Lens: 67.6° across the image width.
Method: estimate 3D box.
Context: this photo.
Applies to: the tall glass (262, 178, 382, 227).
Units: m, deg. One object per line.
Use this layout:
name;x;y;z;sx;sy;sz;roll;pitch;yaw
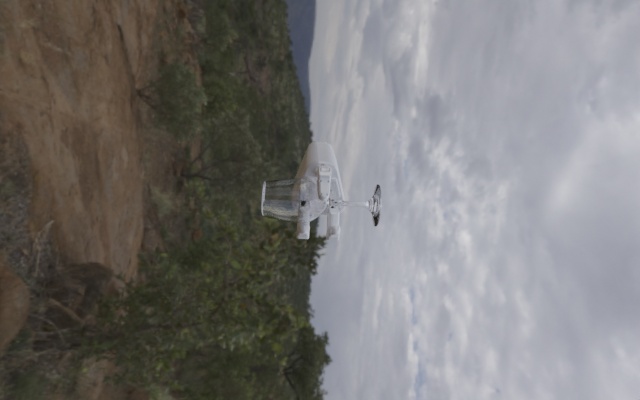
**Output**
tall glass;0.001;0.003;0.829;0.201;0.079;0.079;3;0;-4
